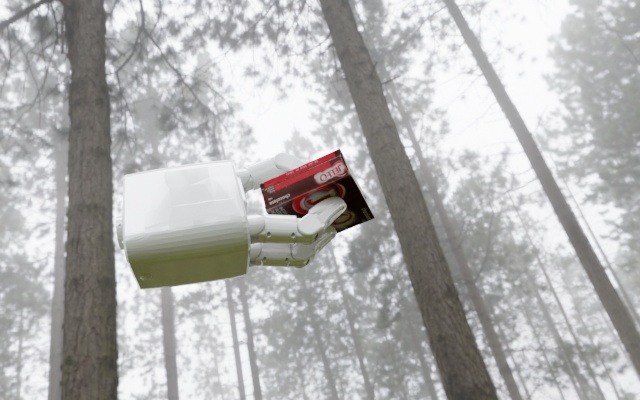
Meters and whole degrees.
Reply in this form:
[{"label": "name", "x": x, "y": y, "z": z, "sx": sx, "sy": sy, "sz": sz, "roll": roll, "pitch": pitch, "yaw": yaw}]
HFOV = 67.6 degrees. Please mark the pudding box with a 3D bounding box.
[{"label": "pudding box", "x": 0.000, "y": 0.002, "z": 0.504, "sx": 0.090, "sy": 0.039, "sz": 0.113, "roll": -23, "pitch": -27, "yaw": 9}]
